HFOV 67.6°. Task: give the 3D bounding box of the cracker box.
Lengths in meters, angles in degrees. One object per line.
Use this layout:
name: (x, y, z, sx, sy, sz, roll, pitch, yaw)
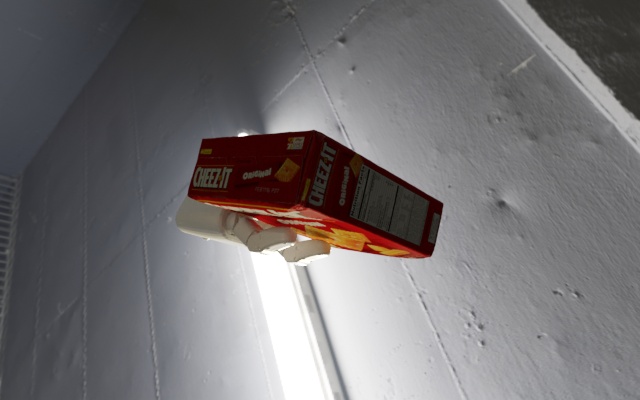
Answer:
cracker box: (0.000, 0.001, 0.495, 0.164, 0.072, 0.214, 3, -14, 44)
